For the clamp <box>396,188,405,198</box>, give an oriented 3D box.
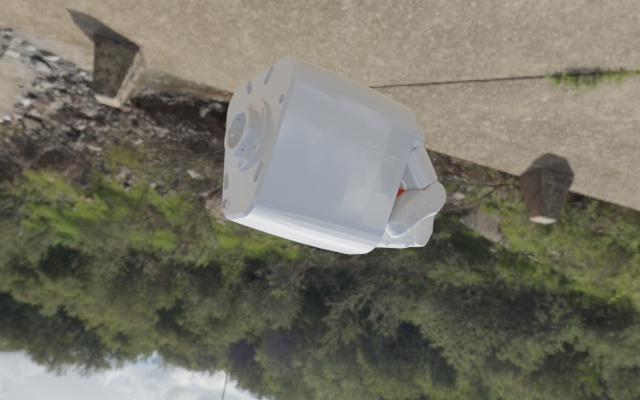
[{"bbox_3d":[0.000,0.002,0.447,0.120,0.039,0.171,16,-15,-33],"label":"clamp"}]
